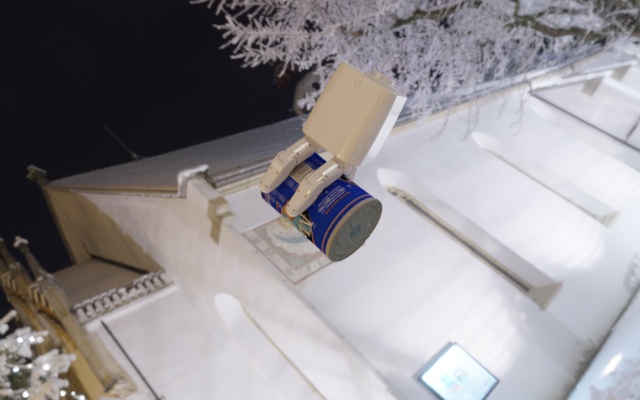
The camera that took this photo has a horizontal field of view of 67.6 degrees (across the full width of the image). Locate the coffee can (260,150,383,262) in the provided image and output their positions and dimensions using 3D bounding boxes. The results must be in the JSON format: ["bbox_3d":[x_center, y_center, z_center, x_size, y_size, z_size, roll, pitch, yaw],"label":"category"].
[{"bbox_3d":[0.000,0.002,0.662,0.140,0.103,0.103,40,20,27],"label":"coffee can"}]
